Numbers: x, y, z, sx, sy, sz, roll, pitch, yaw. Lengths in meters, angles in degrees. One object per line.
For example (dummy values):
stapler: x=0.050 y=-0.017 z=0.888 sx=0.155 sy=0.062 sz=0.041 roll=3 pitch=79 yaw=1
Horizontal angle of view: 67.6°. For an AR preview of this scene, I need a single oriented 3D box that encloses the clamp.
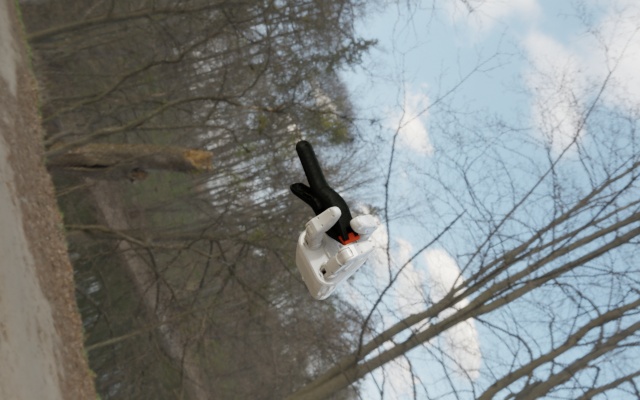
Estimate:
clamp: x=0.001 y=0.002 z=0.744 sx=0.039 sy=0.171 sz=0.120 roll=-22 pitch=-20 yaw=-17
